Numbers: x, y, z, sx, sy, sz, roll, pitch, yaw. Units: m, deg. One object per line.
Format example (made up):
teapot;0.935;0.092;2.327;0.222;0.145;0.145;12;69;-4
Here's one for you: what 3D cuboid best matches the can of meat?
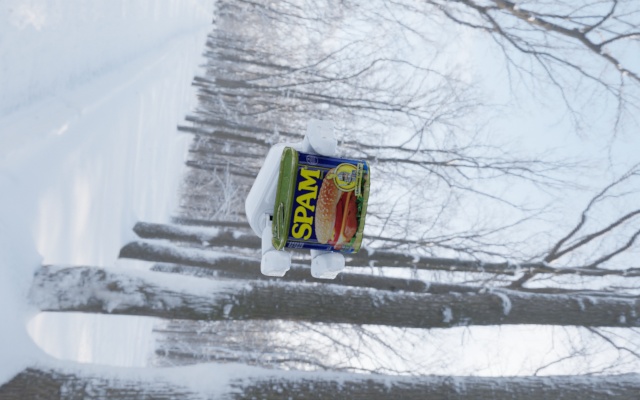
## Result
can of meat;0.000;0.002;0.485;0.084;0.102;0.057;7;6;-17
